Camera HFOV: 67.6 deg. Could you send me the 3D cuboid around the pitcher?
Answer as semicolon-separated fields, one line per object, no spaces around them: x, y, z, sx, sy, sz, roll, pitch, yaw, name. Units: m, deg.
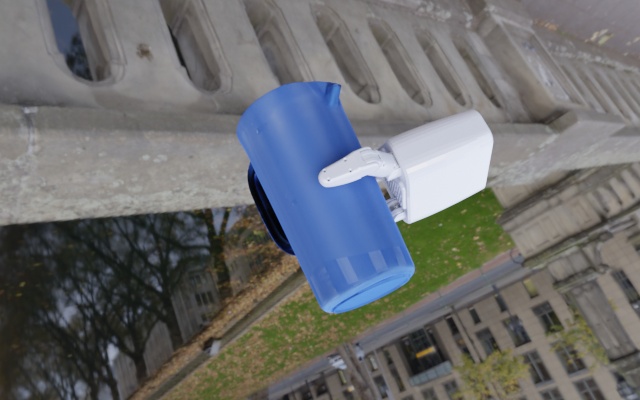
0.000;0.002;0.547;0.145;0.242;0.149;-22;-21;-5;pitcher
